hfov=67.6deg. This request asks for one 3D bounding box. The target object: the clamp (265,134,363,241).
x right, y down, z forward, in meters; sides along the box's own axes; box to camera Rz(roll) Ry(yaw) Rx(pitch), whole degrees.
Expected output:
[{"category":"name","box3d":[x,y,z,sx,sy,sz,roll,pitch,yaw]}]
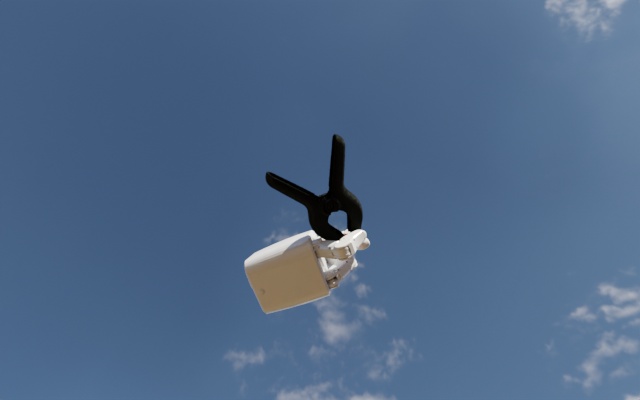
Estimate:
[{"category":"clamp","box3d":[0.000,0.002,0.684,0.120,0.171,0.039,-19,19,5]}]
